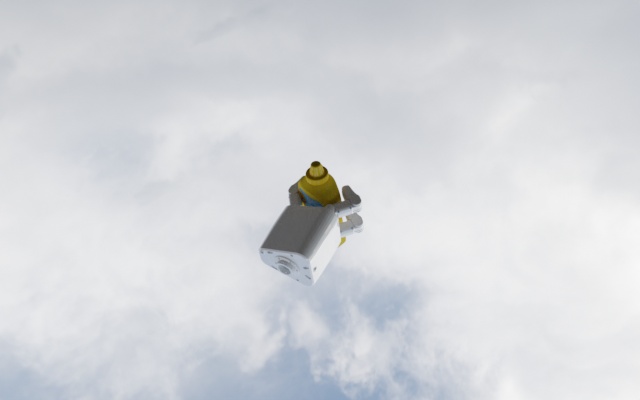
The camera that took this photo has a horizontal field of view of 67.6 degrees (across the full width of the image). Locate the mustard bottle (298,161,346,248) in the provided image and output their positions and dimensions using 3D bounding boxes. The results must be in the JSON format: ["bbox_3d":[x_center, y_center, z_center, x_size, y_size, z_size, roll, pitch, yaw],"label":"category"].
[{"bbox_3d":[0.000,0.003,0.887,0.058,0.192,0.096,-34,52,-22],"label":"mustard bottle"}]
